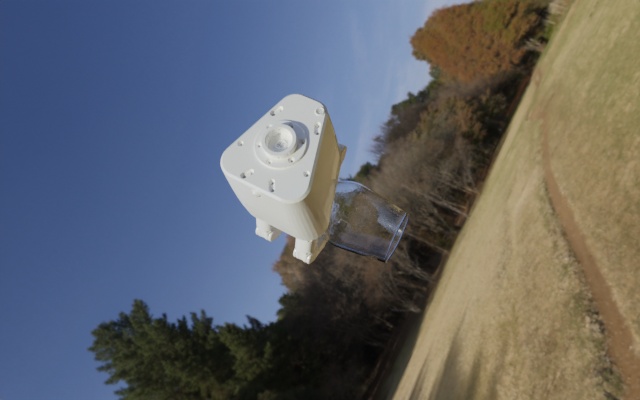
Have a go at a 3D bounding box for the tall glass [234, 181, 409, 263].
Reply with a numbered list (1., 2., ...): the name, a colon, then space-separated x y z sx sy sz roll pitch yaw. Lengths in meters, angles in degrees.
1. tall glass: 0.000 0.002 0.564 0.201 0.079 0.079 25 7 16
